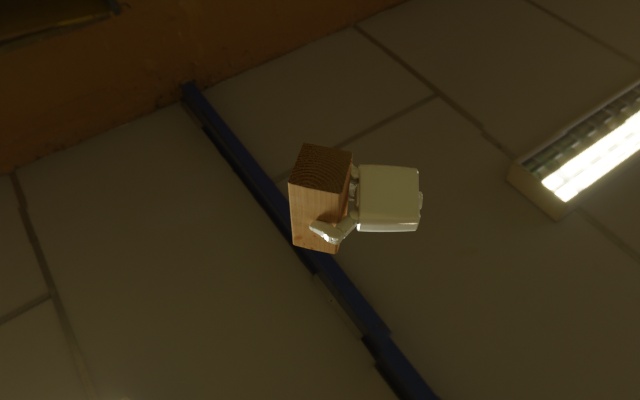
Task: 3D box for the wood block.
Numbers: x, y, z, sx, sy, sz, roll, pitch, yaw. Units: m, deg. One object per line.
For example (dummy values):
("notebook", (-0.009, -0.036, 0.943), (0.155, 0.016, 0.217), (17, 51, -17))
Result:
("wood block", (0.000, 0.003, 0.860), (0.090, 0.090, 0.206), (12, -33, 8))
